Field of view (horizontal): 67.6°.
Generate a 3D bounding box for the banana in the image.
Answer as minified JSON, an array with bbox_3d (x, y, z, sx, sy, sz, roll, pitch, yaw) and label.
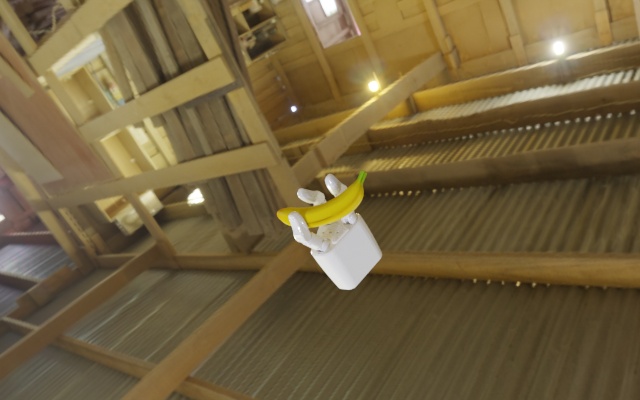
[{"bbox_3d":[0.002,0.015,0.857,0.198,0.069,0.037,-23,-51,25],"label":"banana"}]
